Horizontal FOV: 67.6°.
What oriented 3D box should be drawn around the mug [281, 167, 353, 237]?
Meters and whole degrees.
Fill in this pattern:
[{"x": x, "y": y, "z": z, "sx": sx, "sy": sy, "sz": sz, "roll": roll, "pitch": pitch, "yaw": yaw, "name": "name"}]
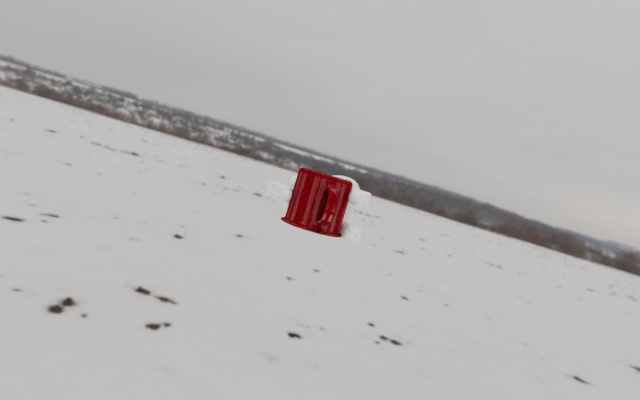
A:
[{"x": 0.000, "y": 0.002, "z": 0.677, "sx": 0.093, "sy": 0.081, "sz": 0.117, "roll": 16, "pitch": 4, "yaw": -12, "name": "mug"}]
